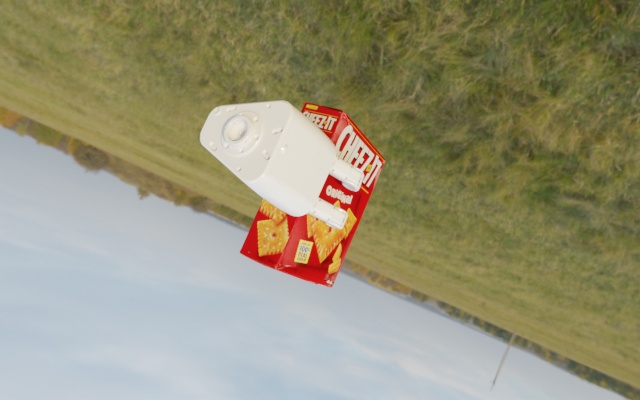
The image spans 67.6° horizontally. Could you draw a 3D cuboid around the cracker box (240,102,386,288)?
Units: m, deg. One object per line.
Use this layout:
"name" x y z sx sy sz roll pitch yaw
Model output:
"cracker box" 0.000 0.002 0.655 0.072 0.213 0.164 19 -8 31
